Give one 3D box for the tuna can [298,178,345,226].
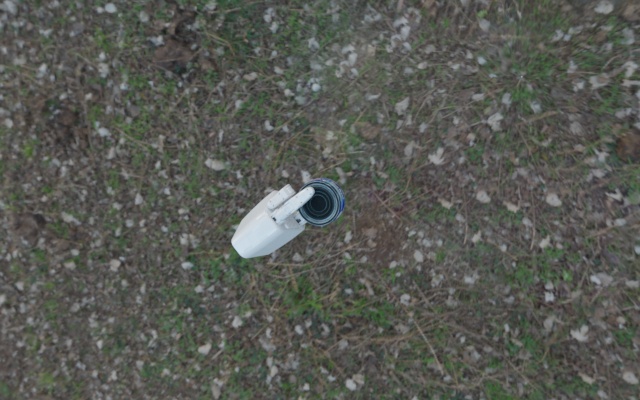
[{"bbox_3d":[0.000,0.003,0.875,0.086,0.086,0.033,0,10,18],"label":"tuna can"}]
